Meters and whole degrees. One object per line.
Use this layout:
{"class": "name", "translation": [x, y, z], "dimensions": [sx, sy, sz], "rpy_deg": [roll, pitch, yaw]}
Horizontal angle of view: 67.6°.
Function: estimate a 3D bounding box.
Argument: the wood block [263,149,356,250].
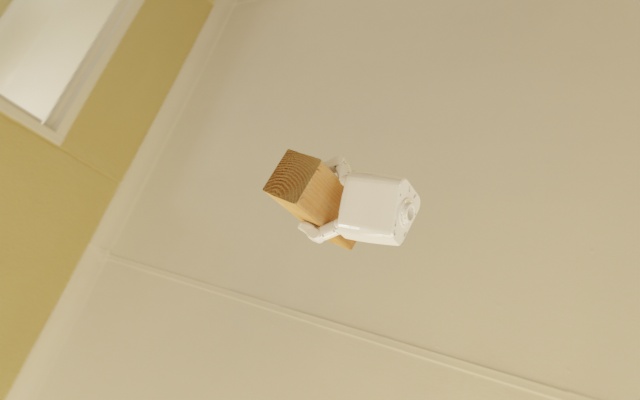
{"class": "wood block", "translation": [0.000, 0.003, 0.892], "dimensions": [0.090, 0.091, 0.206], "rpy_deg": [22, -14, 40]}
